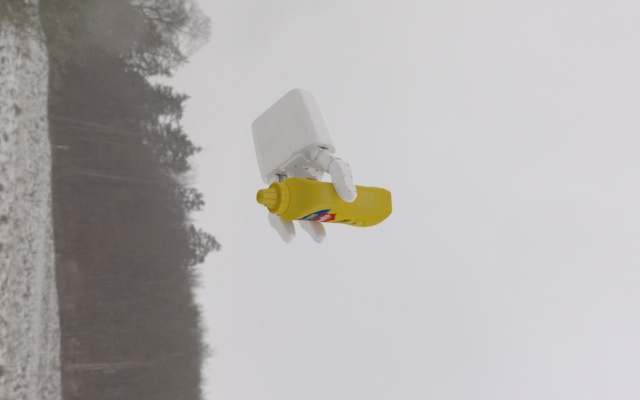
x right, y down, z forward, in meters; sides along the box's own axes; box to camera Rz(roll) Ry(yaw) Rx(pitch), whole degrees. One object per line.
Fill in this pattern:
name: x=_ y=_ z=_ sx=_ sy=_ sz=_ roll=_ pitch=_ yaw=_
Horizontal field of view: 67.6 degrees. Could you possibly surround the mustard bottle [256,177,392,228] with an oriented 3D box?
mustard bottle: x=0.000 y=0.002 z=0.651 sx=0.191 sy=0.058 sz=0.096 roll=6 pitch=-13 yaw=-36
